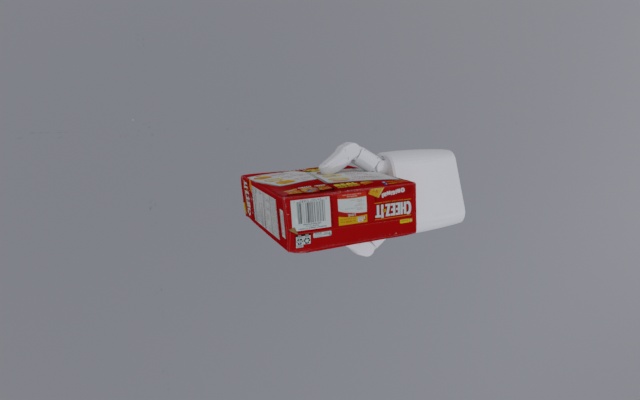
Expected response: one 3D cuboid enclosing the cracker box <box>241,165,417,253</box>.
[{"bbox_3d":[0.000,0.002,0.627,0.164,0.072,0.213,-7,12,-20],"label":"cracker box"}]
